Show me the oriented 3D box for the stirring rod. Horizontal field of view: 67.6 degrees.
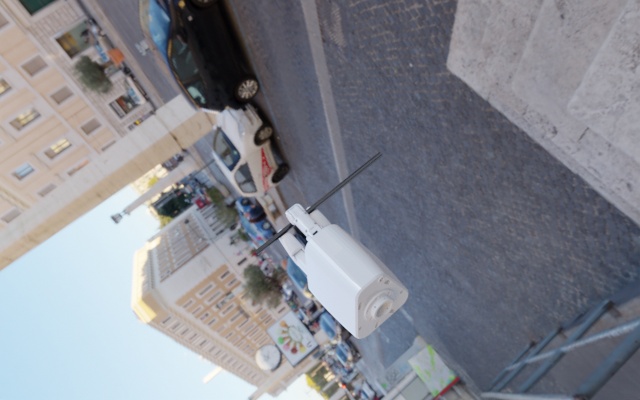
[{"bbox_3d":[0.000,0.002,0.708,0.239,0.011,0.011,-38,9,-11],"label":"stirring rod"}]
